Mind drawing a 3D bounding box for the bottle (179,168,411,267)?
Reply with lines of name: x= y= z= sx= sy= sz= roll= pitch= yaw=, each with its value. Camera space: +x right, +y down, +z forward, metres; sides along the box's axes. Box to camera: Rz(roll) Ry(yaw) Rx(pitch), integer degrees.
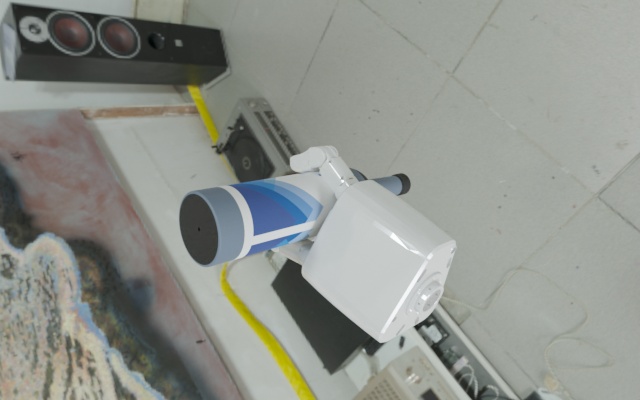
bottle: x=0.000 y=0.002 z=0.506 sx=0.295 sy=0.069 sz=0.069 roll=-12 pitch=9 yaw=-44
